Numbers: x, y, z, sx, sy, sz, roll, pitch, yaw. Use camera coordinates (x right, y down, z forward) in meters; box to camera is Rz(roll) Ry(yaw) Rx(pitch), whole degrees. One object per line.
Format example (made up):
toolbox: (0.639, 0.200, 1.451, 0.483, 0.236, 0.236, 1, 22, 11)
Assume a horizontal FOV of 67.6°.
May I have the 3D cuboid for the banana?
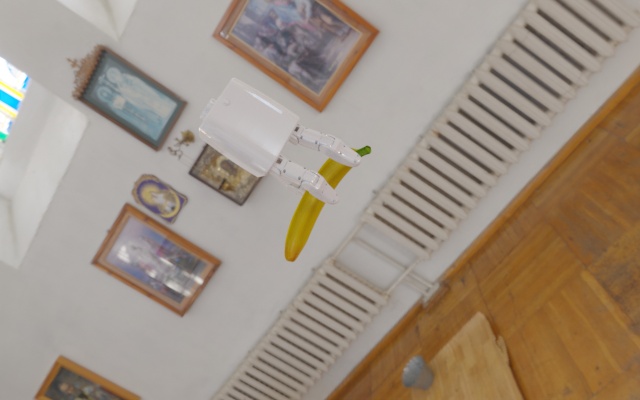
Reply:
banana: (-0.002, -0.004, 0.693, 0.037, 0.198, 0.069, 33, 2, -17)
